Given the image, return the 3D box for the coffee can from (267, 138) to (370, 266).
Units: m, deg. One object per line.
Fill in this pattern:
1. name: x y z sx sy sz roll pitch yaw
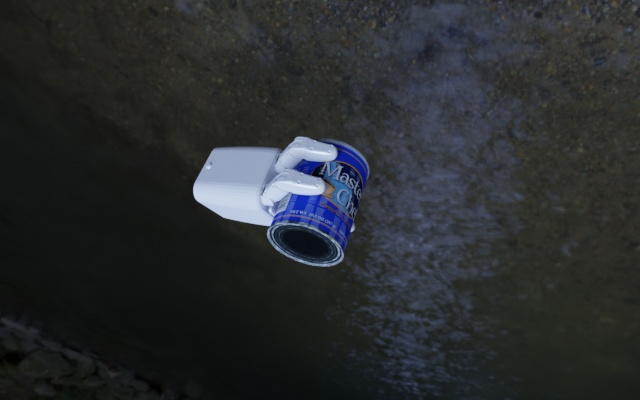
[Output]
1. coffee can: 0.000 0.002 0.641 0.103 0.140 0.103 14 -33 9
